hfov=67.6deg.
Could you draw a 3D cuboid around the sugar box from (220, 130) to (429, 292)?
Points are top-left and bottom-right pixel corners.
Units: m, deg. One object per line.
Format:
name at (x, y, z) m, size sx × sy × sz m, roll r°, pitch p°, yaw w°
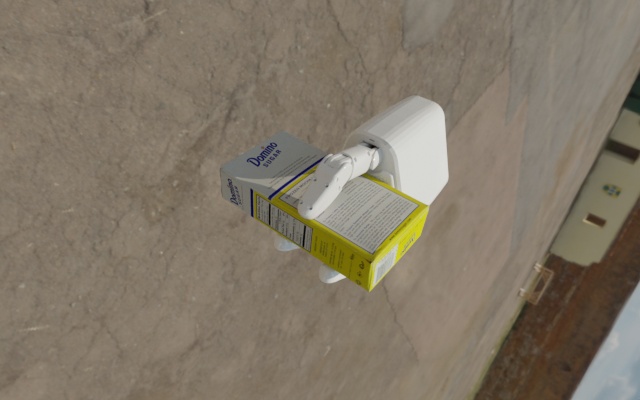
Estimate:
sugar box at (0.000, 0.002, 0.449) m, size 0.176 × 0.048 × 0.093 m, roll 29°, pitch 46°, yaw 27°
